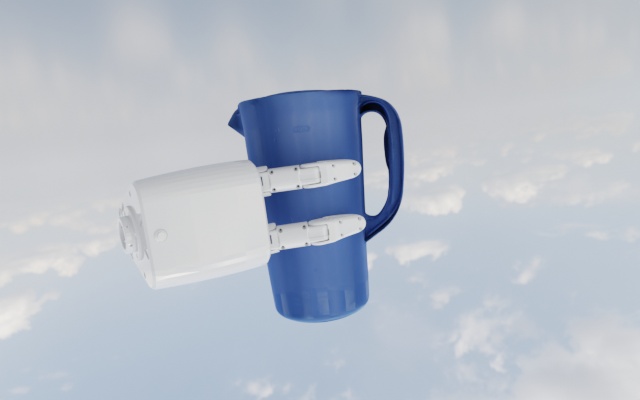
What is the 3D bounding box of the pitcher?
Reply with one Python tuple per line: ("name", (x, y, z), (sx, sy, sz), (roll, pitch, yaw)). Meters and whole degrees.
("pitcher", (0.000, 0.002, 0.524), (0.145, 0.243, 0.149), (-12, 9, -34))
